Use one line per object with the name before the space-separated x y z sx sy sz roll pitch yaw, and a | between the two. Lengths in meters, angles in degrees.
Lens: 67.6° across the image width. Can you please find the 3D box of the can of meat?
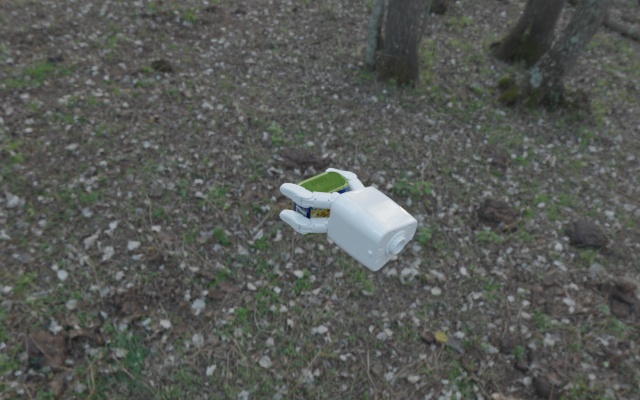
can of meat | 0.000 0.002 0.856 0.102 0.084 0.057 -25 50 -30
